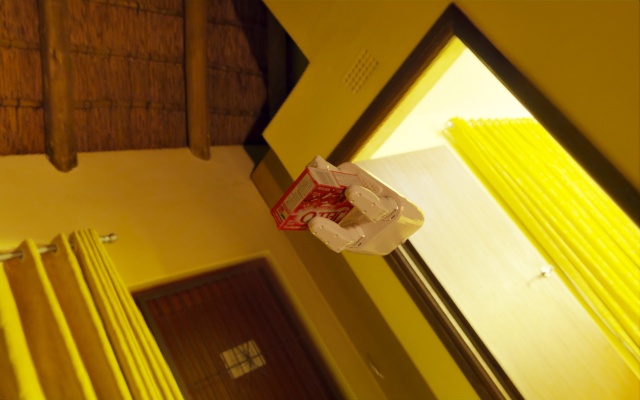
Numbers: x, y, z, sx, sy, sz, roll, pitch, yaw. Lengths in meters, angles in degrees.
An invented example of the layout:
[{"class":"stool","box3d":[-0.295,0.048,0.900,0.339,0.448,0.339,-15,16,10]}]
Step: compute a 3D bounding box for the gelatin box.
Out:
[{"class":"gelatin box","box3d":[0.000,0.001,0.530,0.089,0.030,0.073,6,-46,-48]}]
